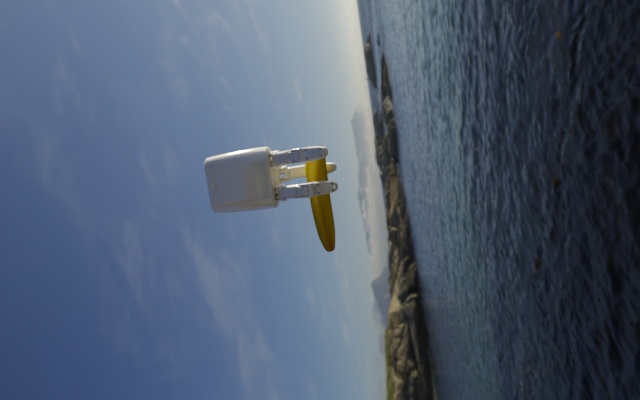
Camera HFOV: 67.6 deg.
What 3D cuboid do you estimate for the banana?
[{"bbox_3d":[-0.001,-0.009,0.804,0.037,0.198,0.069,-8,28,1],"label":"banana"}]
